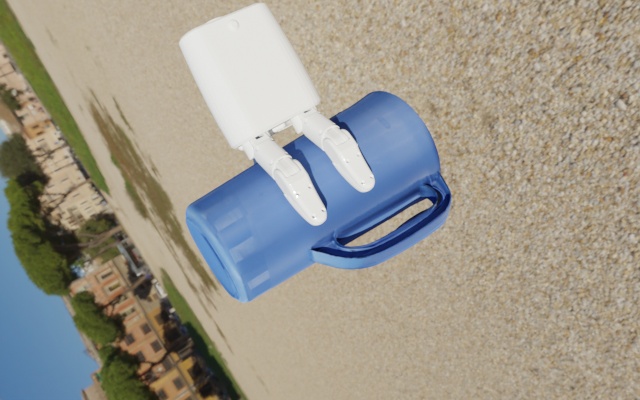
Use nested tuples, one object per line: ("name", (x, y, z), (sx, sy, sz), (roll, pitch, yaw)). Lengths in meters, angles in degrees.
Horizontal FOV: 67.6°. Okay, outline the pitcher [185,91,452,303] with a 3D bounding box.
("pitcher", (0.000, 0.001, 0.482), (0.243, 0.145, 0.149), (-32, 10, -21))
